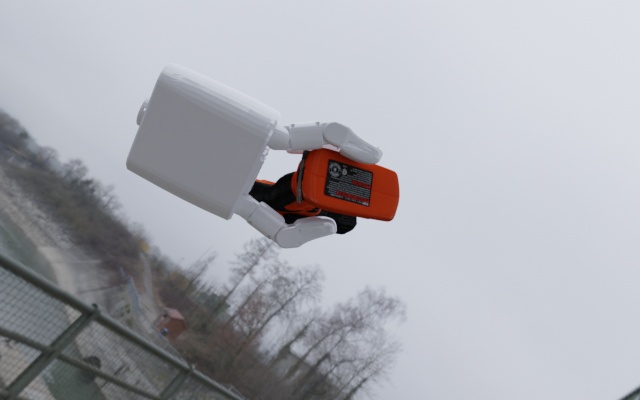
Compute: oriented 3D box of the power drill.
[{"bbox_3d":[0.000,0.002,0.528,0.184,0.057,0.188,12,-15,-29],"label":"power drill"}]
